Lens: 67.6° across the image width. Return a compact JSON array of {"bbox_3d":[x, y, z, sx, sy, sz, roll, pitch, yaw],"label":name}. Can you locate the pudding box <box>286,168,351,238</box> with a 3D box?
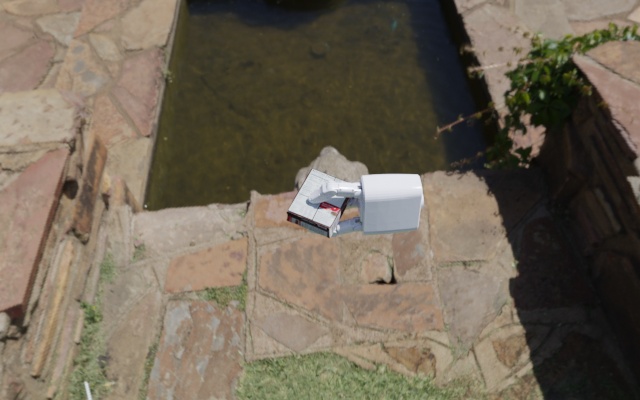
[{"bbox_3d":[0.000,0.003,0.891,0.090,0.113,0.039,21,-33,13],"label":"pudding box"}]
